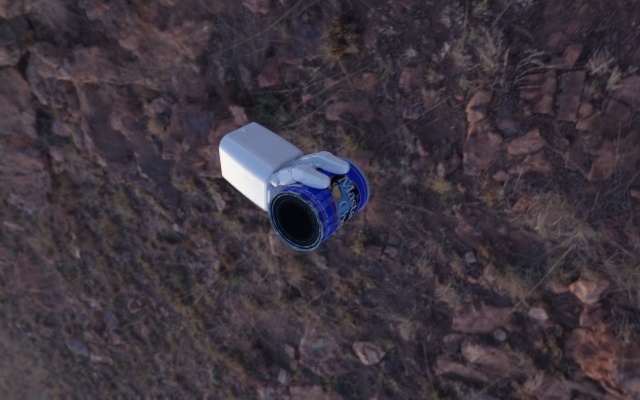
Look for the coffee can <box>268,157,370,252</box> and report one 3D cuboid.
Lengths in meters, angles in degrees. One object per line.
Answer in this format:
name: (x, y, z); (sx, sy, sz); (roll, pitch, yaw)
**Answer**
coffee can: (0.000, 0.003, 0.763); (0.103, 0.103, 0.140); (0, 25, 38)
